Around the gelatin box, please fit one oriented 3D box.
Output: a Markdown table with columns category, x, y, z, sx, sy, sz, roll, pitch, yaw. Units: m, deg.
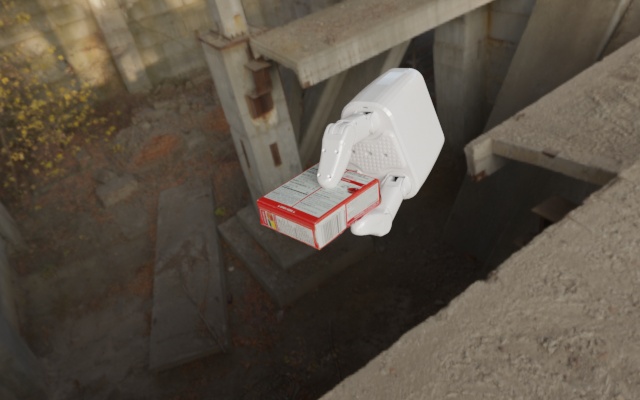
| category | x | y | z | sx | sy | sz | roll | pitch | yaw |
| --- | --- | --- | --- | --- | --- | --- | --- | --- | --- |
| gelatin box | 0.000 | 0.001 | 0.431 | 0.073 | 0.030 | 0.089 | 20 | 40 | 39 |
